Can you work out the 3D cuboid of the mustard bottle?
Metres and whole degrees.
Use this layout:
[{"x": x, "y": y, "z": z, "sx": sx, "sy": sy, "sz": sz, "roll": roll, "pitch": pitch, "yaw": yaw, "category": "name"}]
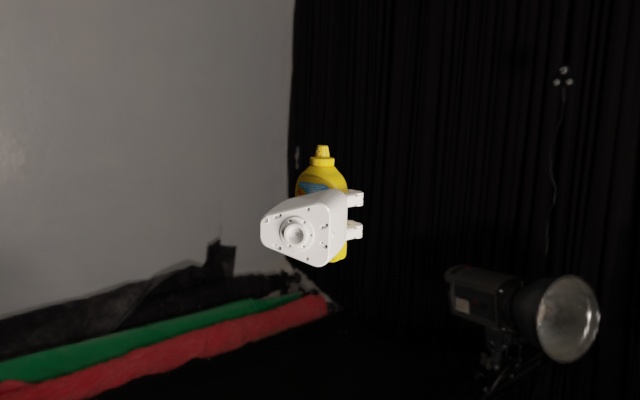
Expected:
[{"x": 0.000, "y": 0.003, "z": 0.812, "sx": 0.096, "sy": 0.192, "sz": 0.058, "roll": 10, "pitch": 14, "yaw": 38, "category": "mustard bottle"}]
